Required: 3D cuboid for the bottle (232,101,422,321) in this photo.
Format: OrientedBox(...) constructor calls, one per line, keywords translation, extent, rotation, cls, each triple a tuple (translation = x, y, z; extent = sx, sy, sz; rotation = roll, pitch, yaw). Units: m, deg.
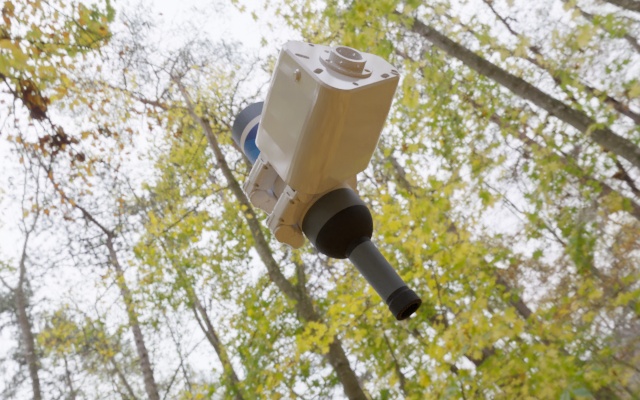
OrientedBox(translation=(0.000, 0.002, 0.495), extent=(0.069, 0.069, 0.295), rotation=(0, 39, -43), cls="bottle")
